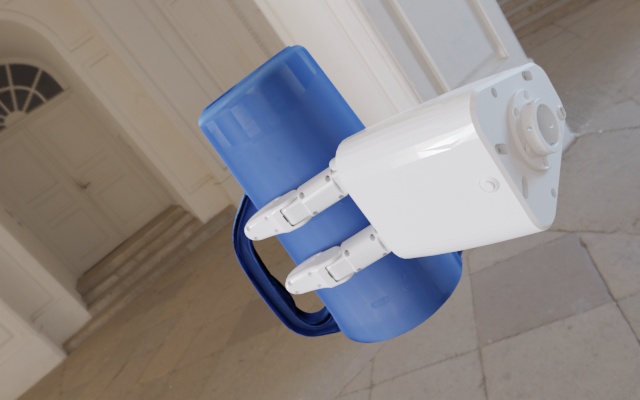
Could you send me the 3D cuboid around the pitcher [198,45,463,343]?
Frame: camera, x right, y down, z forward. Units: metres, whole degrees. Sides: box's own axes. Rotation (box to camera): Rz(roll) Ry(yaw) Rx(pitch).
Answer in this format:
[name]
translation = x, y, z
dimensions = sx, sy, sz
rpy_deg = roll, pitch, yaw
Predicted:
[pitcher]
translation = 0.000, 0.001, 0.419
dimensions = 0.145, 0.243, 0.149
rpy_deg = -17, 25, 50
